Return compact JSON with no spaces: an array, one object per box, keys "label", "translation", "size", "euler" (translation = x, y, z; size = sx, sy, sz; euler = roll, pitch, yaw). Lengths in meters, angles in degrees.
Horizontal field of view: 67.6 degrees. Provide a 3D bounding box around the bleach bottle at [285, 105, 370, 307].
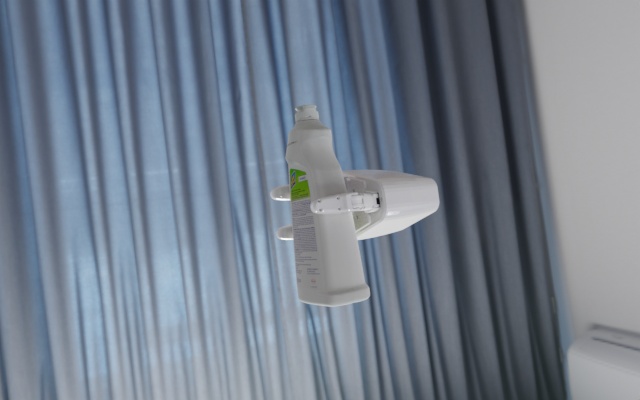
[{"label":"bleach bottle","translation":[0.000,0.002,0.610],"size":[0.068,0.251,0.102],"euler":[-5,-3,-33]}]
